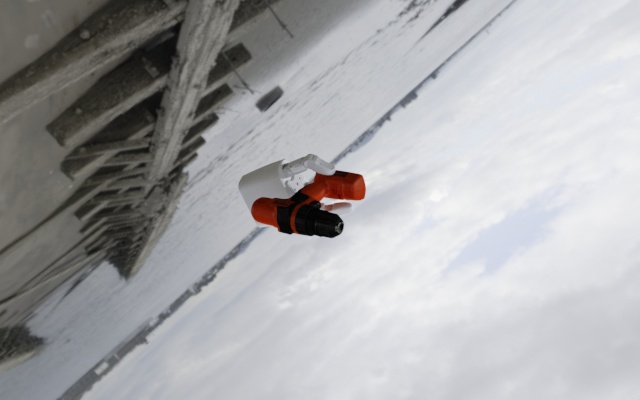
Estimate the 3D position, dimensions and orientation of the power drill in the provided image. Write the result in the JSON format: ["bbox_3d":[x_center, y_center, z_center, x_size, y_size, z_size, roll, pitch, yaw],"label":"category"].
[{"bbox_3d":[0.000,0.003,0.836,0.184,0.057,0.187,12,28,35],"label":"power drill"}]
